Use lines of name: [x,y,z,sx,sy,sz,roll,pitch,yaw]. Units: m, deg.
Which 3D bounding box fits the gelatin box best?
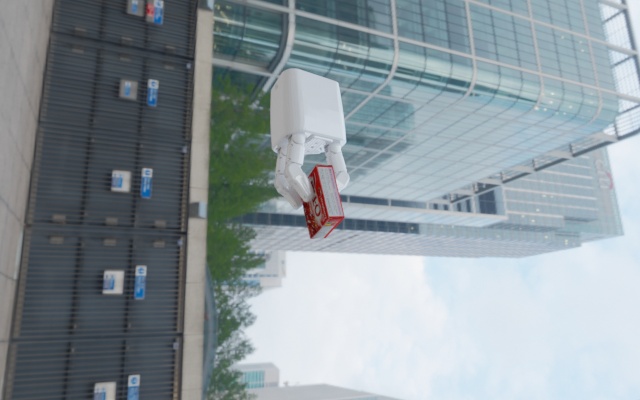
gelatin box: [0.001,0.003,0.706,0.030,0.089,0.073,-1,-27,-25]
